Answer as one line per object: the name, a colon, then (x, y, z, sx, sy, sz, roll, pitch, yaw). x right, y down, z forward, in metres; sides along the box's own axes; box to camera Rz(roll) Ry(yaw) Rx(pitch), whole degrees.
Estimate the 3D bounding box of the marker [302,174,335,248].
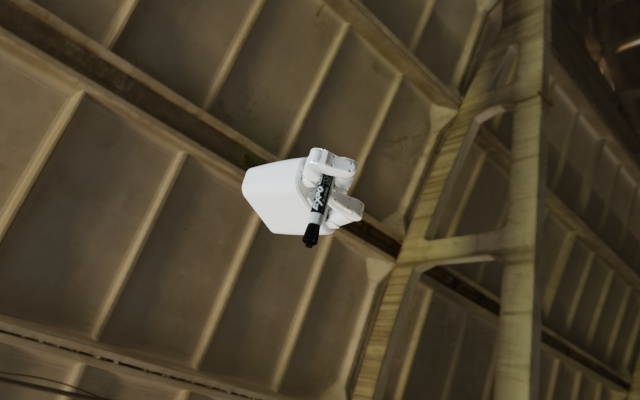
marker: (0.000, 0.002, 0.588, 0.020, 0.121, 0.020, 13, -25, 6)
